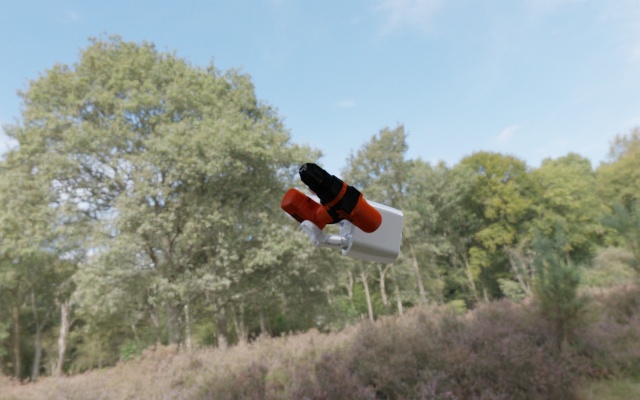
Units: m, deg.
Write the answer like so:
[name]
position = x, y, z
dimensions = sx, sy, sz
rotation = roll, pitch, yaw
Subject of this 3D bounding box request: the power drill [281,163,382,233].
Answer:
[power drill]
position = 0.000, 0.003, 0.900
dimensions = 0.184, 0.057, 0.187
rotation = 39, -23, -22
